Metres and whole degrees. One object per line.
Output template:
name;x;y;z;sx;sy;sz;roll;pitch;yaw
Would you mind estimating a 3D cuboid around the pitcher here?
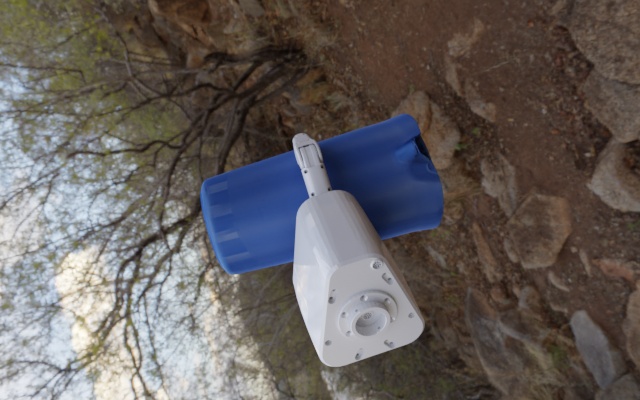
pitcher;0.000;0.002;0.536;0.243;0.149;0.145;-16;30;-6
